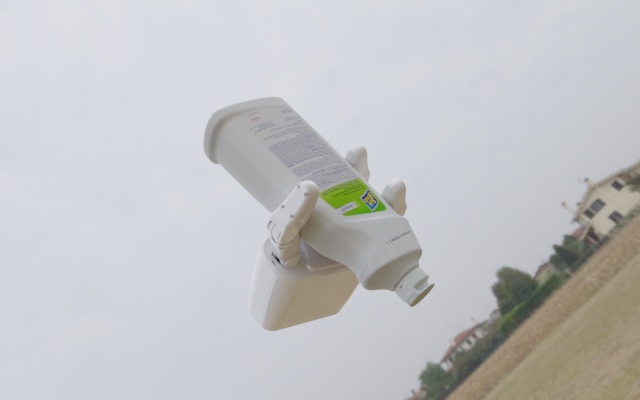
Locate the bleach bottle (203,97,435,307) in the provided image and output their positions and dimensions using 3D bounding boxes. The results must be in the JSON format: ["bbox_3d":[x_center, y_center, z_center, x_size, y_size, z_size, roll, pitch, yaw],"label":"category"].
[{"bbox_3d":[0.000,0.001,0.448,0.102,0.068,0.250,-24,59,-37],"label":"bleach bottle"}]
